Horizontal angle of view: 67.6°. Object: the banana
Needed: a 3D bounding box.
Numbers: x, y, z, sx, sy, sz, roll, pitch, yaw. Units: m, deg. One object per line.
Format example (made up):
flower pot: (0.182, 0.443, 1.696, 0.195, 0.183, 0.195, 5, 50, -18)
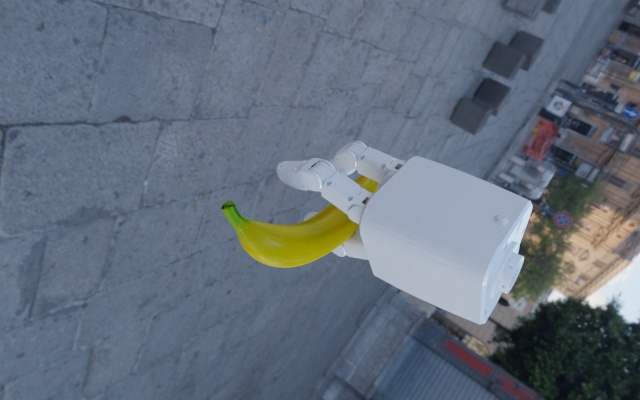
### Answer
banana: (-0.003, 0.020, 0.444, 0.037, 0.070, 0.198, 15, 20, 38)
